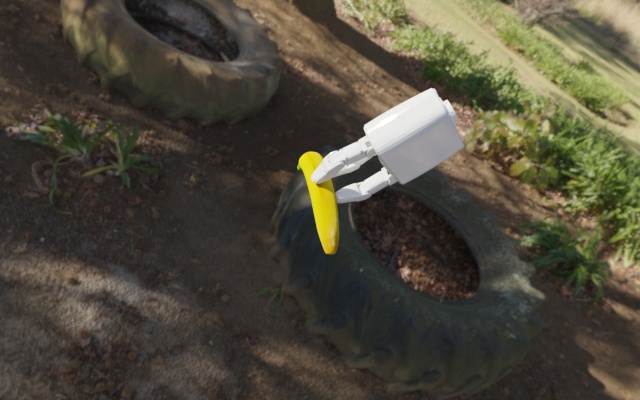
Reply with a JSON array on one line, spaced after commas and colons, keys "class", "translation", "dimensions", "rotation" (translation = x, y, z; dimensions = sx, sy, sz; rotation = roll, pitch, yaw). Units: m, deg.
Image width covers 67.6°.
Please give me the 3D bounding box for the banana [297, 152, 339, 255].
[{"class": "banana", "translation": [-0.001, -0.013, 0.716], "dimensions": [0.037, 0.197, 0.070], "rotation": [-10, -43, -8]}]
